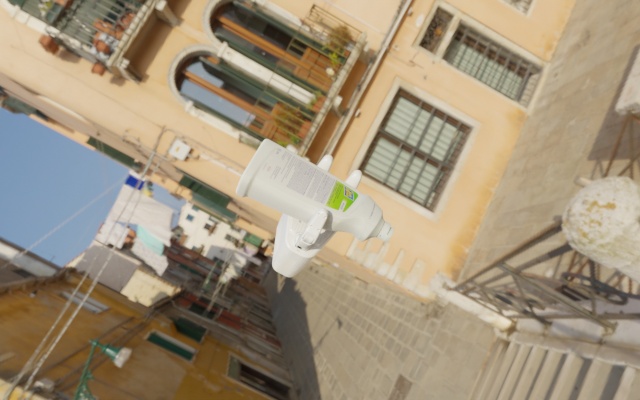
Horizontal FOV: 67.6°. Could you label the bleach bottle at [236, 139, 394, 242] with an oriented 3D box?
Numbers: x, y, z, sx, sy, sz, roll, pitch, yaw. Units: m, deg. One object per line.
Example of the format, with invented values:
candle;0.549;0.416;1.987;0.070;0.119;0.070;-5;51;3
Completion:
bleach bottle;0.000;0.002;0.761;0.251;0.102;0.068;28;-35;-5
